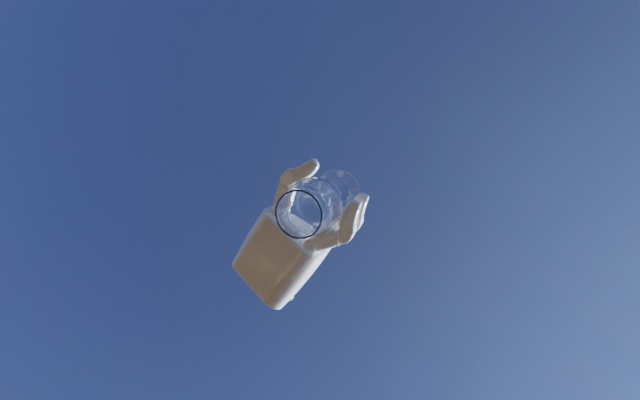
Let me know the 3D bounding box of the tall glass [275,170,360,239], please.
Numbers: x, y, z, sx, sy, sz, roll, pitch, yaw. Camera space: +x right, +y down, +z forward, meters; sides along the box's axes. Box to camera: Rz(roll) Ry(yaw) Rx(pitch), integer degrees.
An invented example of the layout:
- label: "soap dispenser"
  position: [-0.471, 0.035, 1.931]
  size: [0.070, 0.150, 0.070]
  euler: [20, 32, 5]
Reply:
- label: "tall glass"
  position: [0.000, 0.002, 0.680]
  size: [0.079, 0.079, 0.201]
  euler: [0, 9, 16]
